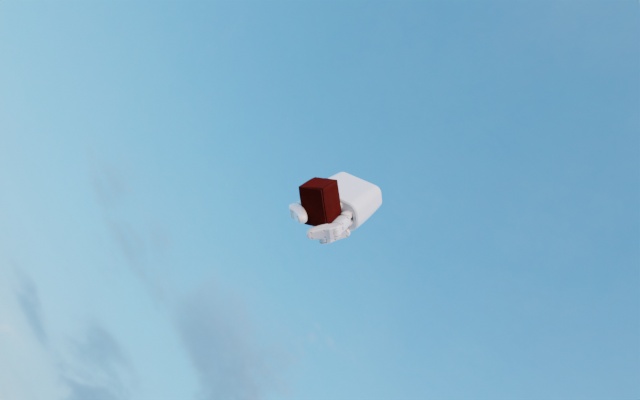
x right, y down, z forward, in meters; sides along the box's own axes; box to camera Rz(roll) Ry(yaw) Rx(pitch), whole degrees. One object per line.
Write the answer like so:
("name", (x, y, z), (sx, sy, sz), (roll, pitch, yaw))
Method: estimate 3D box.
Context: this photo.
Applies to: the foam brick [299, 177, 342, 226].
("foam brick", (0.000, 0.003, 0.860), (0.053, 0.078, 0.051), (9, 28, 34))
